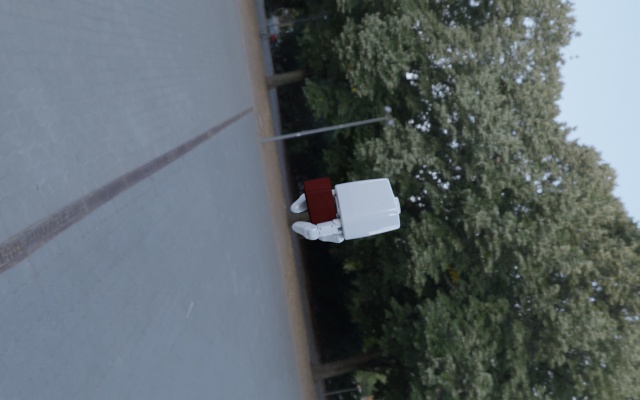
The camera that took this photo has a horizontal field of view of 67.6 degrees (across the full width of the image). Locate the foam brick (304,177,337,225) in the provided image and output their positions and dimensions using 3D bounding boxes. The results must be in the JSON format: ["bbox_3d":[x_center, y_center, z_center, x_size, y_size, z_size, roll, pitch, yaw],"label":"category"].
[{"bbox_3d":[0.000,0.003,0.899,0.051,0.078,0.053,-10,27,2],"label":"foam brick"}]
